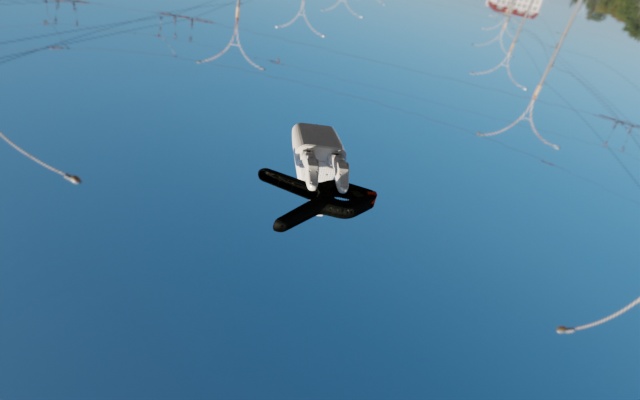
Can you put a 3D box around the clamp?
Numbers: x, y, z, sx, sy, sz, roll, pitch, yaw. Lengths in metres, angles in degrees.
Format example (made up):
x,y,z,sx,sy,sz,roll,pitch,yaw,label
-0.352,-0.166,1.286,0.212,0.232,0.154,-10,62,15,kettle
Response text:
x,y,z,sx,sy,sz,roll,pitch,yaw,label
0.000,0.003,0.820,0.210,0.036,0.164,5,36,-13,clamp
